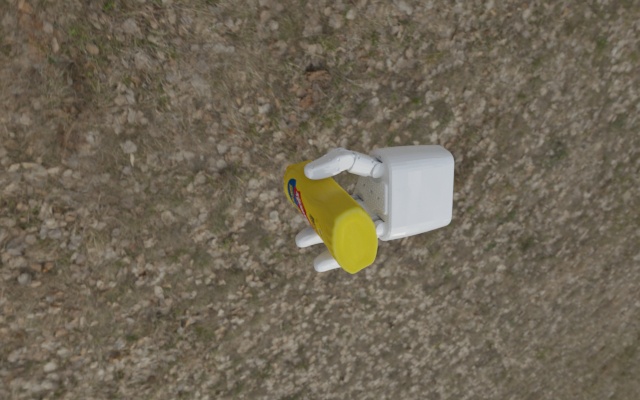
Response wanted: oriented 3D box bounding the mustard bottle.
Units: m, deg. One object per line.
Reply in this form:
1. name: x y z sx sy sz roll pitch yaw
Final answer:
1. mustard bottle: 0.000 0.002 0.608 0.058 0.096 0.191 -29 40 -10
